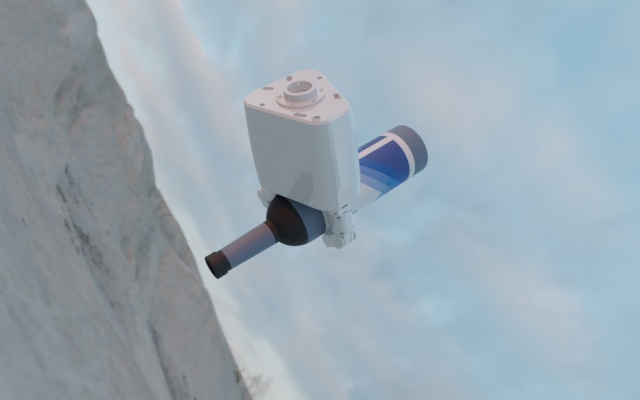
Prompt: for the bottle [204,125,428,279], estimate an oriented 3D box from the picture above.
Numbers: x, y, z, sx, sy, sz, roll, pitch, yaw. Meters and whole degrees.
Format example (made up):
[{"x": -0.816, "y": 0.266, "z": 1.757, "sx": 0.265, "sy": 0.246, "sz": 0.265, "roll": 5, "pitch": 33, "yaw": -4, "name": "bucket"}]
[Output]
[{"x": 0.000, "y": 0.002, "z": 0.560, "sx": 0.295, "sy": 0.069, "sz": 0.069, "roll": -31, "pitch": 14, "yaw": -24, "name": "bottle"}]
